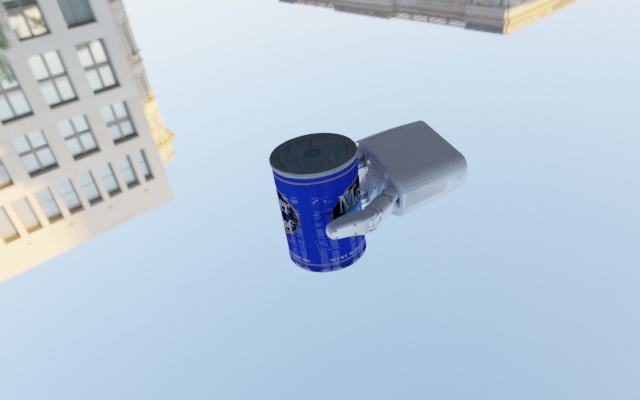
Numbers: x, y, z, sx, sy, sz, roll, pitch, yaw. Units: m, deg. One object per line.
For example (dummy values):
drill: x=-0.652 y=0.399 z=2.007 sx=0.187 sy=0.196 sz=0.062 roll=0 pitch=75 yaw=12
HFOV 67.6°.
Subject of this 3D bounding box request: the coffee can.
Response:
coffee can: x=0.000 y=0.002 z=0.586 sx=0.103 sy=0.140 sz=0.102 roll=-6 pitch=32 yaw=4
